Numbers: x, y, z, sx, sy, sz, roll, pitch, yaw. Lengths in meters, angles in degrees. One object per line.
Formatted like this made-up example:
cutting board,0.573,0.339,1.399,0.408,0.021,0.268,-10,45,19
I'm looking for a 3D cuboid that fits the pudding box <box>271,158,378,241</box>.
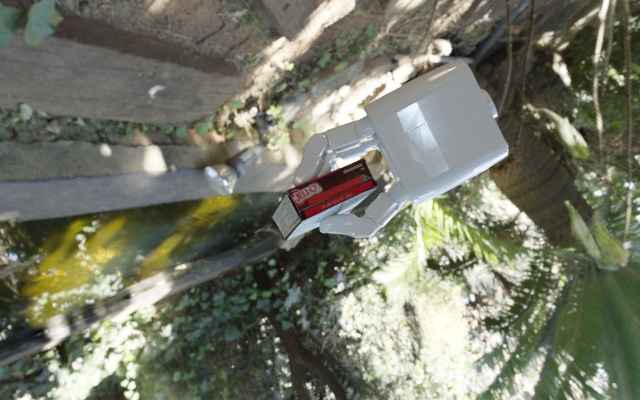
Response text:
pudding box,0.000,0.002,0.513,0.090,0.039,0.113,-23,-10,-18
